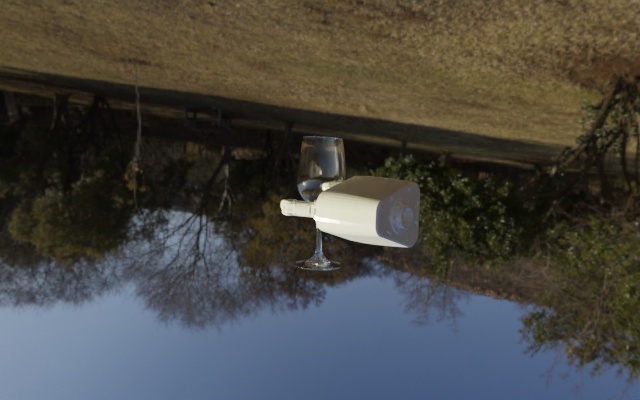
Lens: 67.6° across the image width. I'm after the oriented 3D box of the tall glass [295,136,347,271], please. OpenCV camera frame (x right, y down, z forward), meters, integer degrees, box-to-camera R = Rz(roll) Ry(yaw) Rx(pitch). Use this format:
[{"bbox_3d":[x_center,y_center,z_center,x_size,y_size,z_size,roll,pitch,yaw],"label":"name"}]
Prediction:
[{"bbox_3d":[0.000,0.003,0.742,0.079,0.201,0.079,2,5,0],"label":"tall glass"}]
